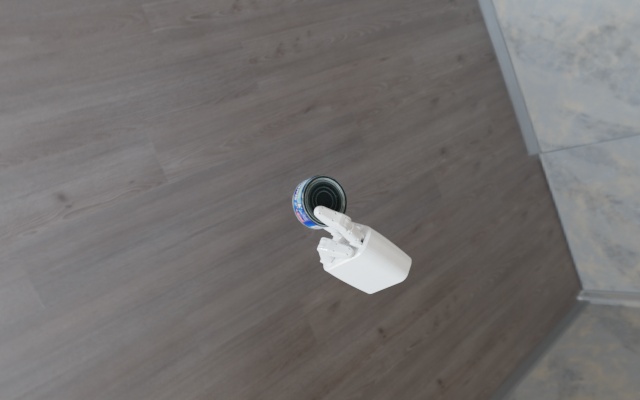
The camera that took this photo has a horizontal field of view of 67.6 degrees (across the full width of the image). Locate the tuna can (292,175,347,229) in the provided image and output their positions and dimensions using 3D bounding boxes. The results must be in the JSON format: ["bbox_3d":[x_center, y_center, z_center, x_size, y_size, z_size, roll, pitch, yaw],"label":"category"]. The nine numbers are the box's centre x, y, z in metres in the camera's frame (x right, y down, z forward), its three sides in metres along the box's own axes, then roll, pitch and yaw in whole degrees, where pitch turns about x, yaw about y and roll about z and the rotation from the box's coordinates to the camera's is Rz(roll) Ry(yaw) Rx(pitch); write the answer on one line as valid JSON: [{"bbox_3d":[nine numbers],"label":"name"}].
[{"bbox_3d":[0.000,0.002,0.771,0.086,0.086,0.034,0,-8,-29],"label":"tuna can"}]
